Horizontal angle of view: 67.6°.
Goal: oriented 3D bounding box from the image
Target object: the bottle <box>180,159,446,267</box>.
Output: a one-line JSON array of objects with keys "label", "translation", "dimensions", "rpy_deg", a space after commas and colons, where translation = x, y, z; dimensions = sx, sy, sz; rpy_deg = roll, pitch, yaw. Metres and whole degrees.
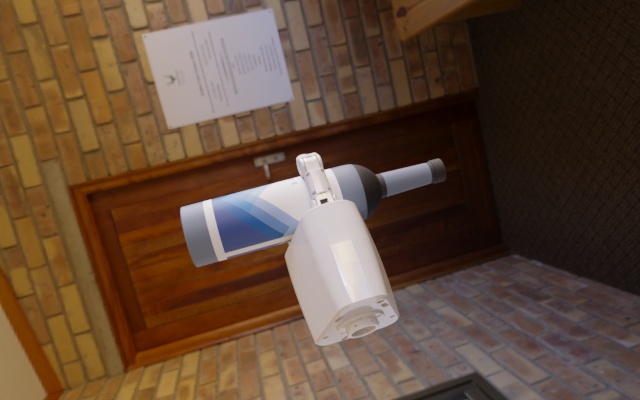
[{"label": "bottle", "translation": [0.000, 0.002, 0.532], "dimensions": [0.295, 0.069, 0.069], "rpy_deg": [-15, 2, -9]}]
